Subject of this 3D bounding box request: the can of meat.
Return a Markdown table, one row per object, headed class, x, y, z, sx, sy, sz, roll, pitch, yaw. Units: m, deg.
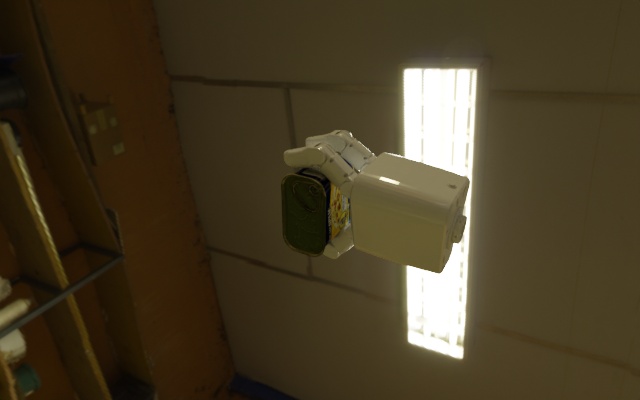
| class | x | y | z | sx | sy | sz | roll | pitch | yaw |
| --- | --- | --- | --- | --- | --- | --- | --- | --- | --- |
| can of meat | 0.000 | 0.002 | 0.573 | 0.057 | 0.102 | 0.084 | 15 | 32 | 26 |
